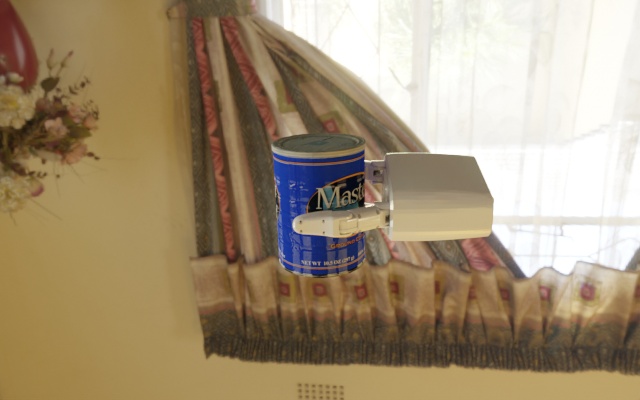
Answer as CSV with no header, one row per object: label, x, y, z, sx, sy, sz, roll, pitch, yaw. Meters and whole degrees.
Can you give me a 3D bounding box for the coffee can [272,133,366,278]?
coffee can,0.000,0.002,0.541,0.103,0.140,0.102,-2,18,1
